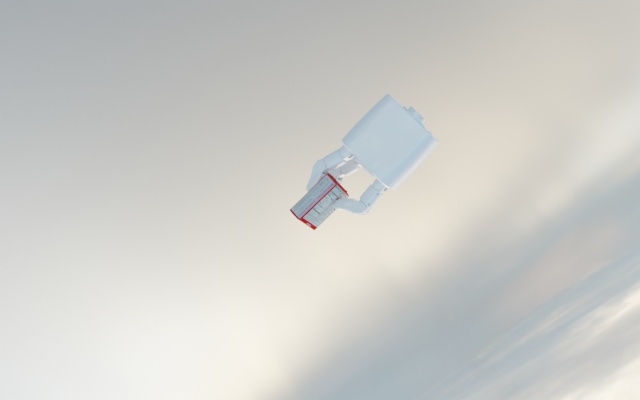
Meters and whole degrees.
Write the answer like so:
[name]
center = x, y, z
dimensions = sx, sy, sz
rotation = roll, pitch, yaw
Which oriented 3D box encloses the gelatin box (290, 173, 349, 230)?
[gelatin box]
center = 0.000, 0.003, 0.793
dimensions = 0.030, 0.089, 0.073
rotation = 46, 3, 24
